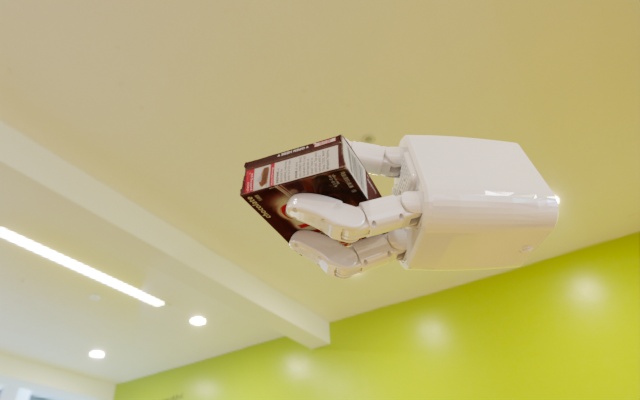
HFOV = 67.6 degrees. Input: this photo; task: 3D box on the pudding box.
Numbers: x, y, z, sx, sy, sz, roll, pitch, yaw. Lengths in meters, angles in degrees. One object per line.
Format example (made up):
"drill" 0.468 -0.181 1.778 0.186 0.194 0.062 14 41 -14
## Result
"pudding box" 0.000 0.001 0.404 0.090 0.039 0.114 -15 -39 19
